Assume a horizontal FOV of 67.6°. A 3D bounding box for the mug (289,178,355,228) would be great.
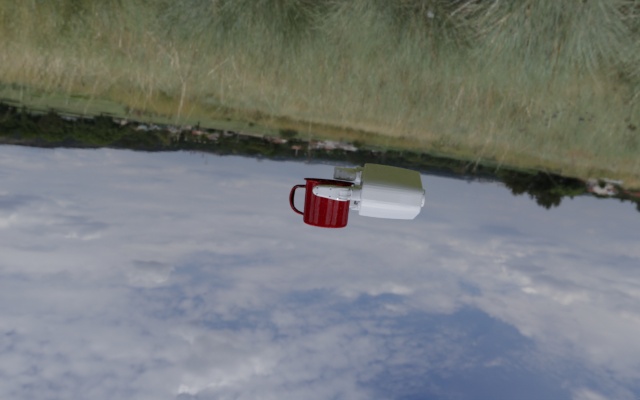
[{"bbox_3d":[-0.001,0.003,0.865,0.117,0.081,0.093,6,6,7],"label":"mug"}]
